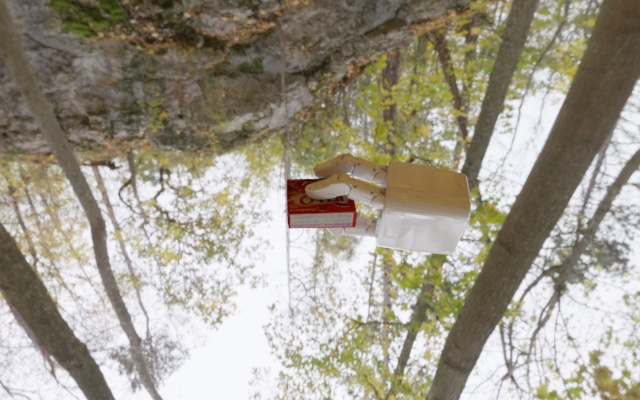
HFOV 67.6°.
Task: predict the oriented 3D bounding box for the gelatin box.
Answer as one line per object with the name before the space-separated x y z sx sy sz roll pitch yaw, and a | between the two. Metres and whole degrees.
gelatin box | 0.000 0.002 0.631 0.089 0.030 0.073 -2 40 -4
